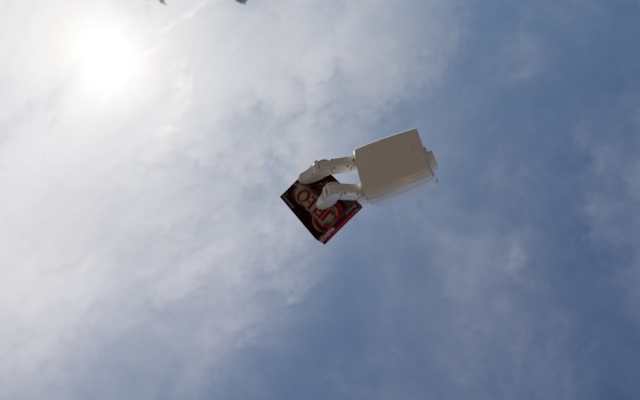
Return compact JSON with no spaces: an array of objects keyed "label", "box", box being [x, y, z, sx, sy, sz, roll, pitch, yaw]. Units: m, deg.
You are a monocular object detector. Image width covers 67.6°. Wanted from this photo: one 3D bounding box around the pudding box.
[{"label":"pudding box","box":[0.000,0.003,0.788,0.113,0.090,0.039,47,3,33]}]
